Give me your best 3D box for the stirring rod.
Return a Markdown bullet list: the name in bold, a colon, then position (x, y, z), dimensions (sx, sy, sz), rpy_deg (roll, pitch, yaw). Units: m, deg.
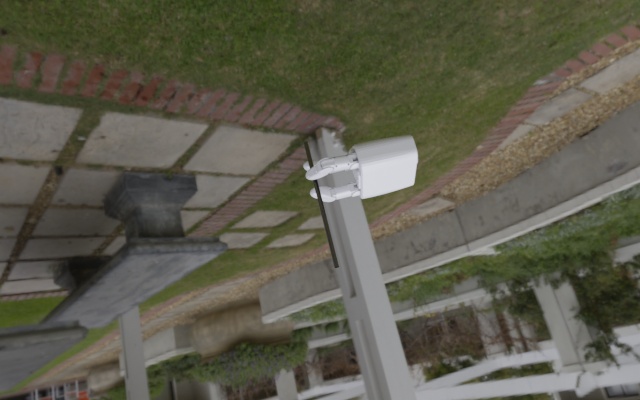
- **stirring rod**: position (0.000, 0.003, 0.848), dimensions (0.011, 0.239, 0.011), rpy_deg (-13, -18, -4)
